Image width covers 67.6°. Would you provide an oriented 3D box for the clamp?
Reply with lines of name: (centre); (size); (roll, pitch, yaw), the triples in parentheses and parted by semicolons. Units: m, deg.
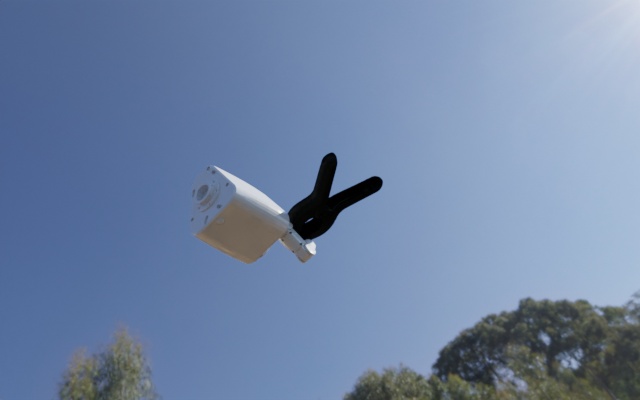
clamp: (0.000, 0.002, 0.703); (0.120, 0.171, 0.039); (36, 17, -41)
